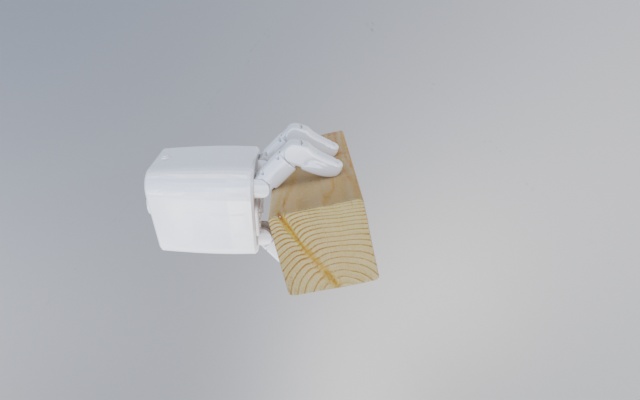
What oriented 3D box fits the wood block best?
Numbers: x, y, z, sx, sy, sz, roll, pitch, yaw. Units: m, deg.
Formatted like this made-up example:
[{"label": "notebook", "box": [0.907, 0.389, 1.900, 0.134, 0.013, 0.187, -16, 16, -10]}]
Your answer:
[{"label": "wood block", "box": [0.000, 0.002, 0.531, 0.090, 0.091, 0.206, -11, 25, 3]}]
